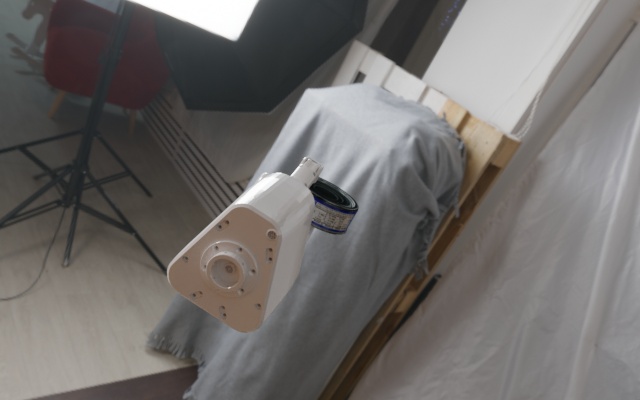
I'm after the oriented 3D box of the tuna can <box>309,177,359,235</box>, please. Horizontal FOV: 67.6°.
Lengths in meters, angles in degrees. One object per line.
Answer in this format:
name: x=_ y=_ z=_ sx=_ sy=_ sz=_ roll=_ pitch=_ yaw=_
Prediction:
tuna can: x=0.000 y=0.001 z=0.549 sx=0.086 sy=0.034 sz=0.086 roll=26 pitch=16 yaw=-8
